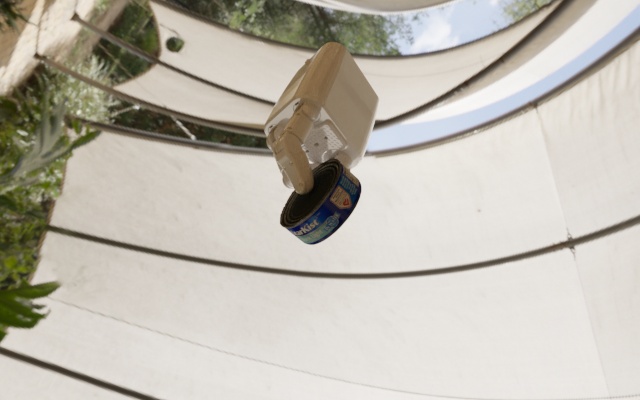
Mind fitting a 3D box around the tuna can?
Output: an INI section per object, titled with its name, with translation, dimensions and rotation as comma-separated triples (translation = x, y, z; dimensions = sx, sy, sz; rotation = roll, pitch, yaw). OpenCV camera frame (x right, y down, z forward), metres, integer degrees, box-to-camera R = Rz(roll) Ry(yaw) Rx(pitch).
[tuna can]
translation = 0.000, 0.002, 0.475
dimensions = 0.034, 0.086, 0.086
rotation = 40, -17, -21
